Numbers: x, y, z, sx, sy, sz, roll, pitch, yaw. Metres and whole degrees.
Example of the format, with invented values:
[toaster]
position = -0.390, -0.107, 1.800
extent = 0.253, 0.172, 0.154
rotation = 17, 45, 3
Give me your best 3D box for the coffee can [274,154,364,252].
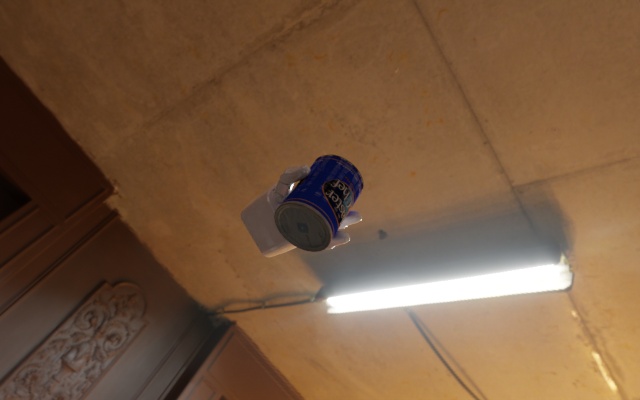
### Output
[coffee can]
position = 0.000, 0.003, 0.809
extent = 0.103, 0.103, 0.140
rotation = 0, 37, 33
